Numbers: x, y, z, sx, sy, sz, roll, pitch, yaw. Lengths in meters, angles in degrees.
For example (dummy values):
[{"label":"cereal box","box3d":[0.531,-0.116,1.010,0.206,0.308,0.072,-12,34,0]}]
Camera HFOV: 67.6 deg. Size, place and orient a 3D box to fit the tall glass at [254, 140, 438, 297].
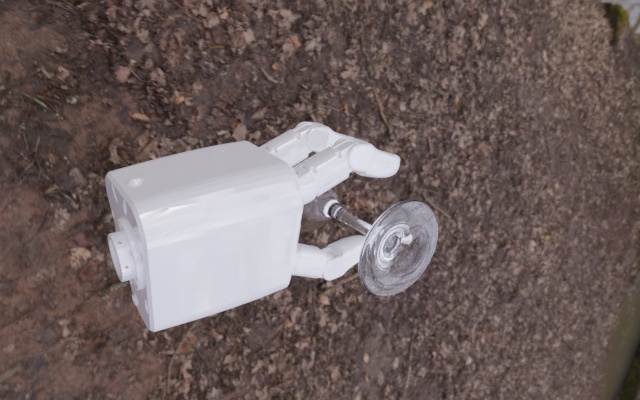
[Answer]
[{"label":"tall glass","box3d":[0.001,0.002,0.410,0.079,0.079,0.201,0,20,-37]}]
